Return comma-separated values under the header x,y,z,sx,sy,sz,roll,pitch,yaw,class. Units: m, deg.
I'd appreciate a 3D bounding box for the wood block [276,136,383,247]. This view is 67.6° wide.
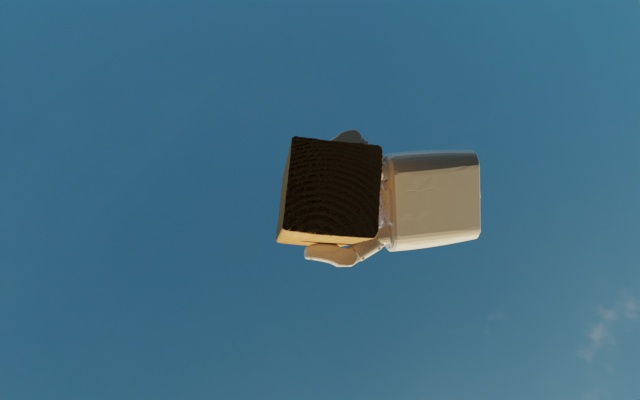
x,y,z,sx,sy,sz,roll,pitch,yaw,class
0.000,0.002,0.539,0.090,0.091,0.206,5,-9,-6,wood block
